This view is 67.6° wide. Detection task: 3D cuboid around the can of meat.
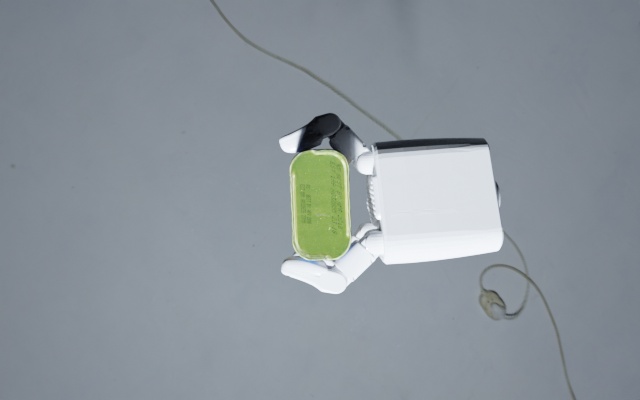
[{"bbox_3d":[0.000,0.001,0.447,0.057,0.102,0.084,-3,4,-1],"label":"can of meat"}]
